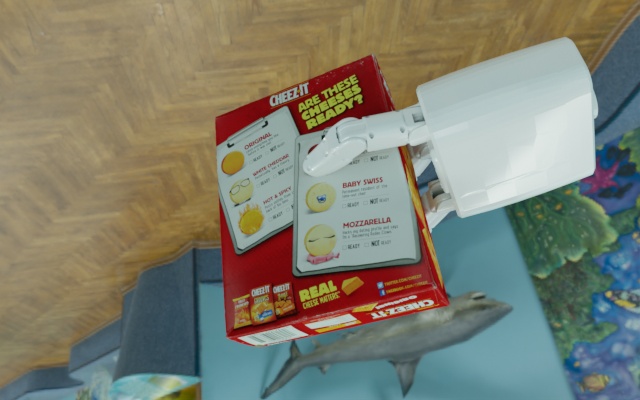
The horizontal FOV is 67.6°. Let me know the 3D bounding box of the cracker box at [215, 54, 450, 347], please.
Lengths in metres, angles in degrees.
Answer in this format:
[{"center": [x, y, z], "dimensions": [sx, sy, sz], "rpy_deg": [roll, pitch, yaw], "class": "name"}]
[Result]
[{"center": [0.000, 0.001, 0.410], "dimensions": [0.164, 0.213, 0.072], "rpy_deg": [-18, -29, 15], "class": "cracker box"}]
